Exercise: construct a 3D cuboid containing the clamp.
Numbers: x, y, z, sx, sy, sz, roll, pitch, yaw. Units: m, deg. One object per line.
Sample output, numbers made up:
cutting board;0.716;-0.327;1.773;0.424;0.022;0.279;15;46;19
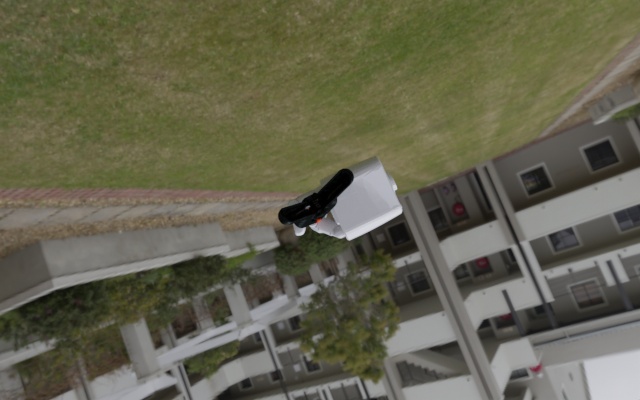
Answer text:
clamp;0.000;0.003;0.722;0.120;0.039;0.171;-29;-6;1
